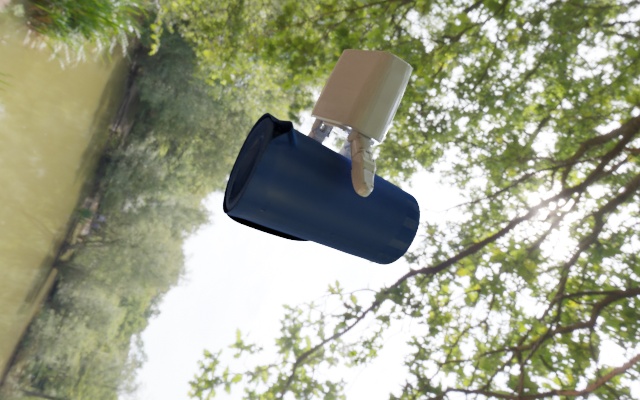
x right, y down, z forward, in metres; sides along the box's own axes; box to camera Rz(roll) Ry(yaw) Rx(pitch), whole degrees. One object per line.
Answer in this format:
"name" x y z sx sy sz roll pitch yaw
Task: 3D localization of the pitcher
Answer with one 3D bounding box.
"pitcher" 0.000 0.002 0.627 0.243 0.145 0.149 24 -1 -22
